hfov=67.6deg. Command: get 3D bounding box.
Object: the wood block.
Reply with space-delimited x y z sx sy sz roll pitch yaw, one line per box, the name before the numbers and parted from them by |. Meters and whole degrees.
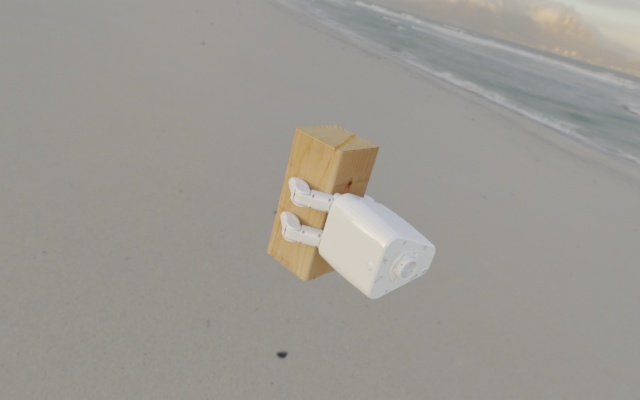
wood block | 0.001 0.002 0.708 0.090 0.206 0.091 32 28 33
